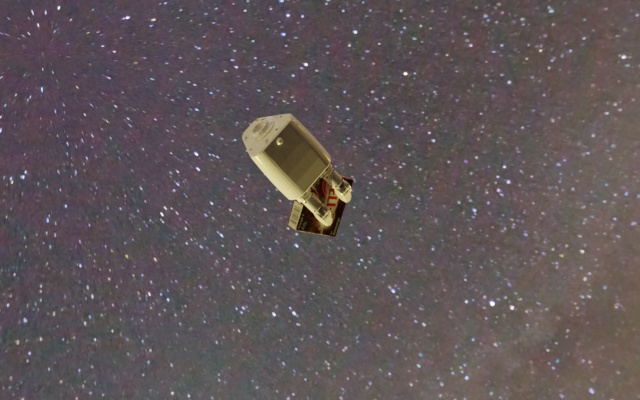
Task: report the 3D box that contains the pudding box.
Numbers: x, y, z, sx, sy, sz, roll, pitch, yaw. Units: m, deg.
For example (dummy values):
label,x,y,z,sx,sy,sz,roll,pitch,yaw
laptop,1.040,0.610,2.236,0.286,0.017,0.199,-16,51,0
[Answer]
label,x,y,z,sx,sy,sz,roll,pitch,yaw
pudding box,0.000,0.003,0.849,0.090,0.113,0.039,13,10,-35
